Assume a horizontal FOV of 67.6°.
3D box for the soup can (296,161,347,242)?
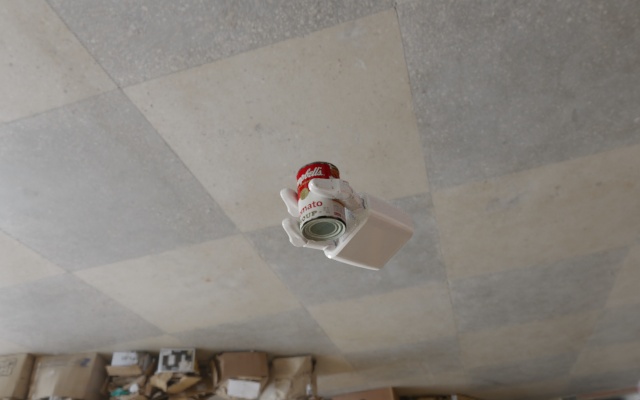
[{"bbox_3d":[0.000,0.002,0.708,0.068,0.102,0.069,-4,-35,-3],"label":"soup can"}]
